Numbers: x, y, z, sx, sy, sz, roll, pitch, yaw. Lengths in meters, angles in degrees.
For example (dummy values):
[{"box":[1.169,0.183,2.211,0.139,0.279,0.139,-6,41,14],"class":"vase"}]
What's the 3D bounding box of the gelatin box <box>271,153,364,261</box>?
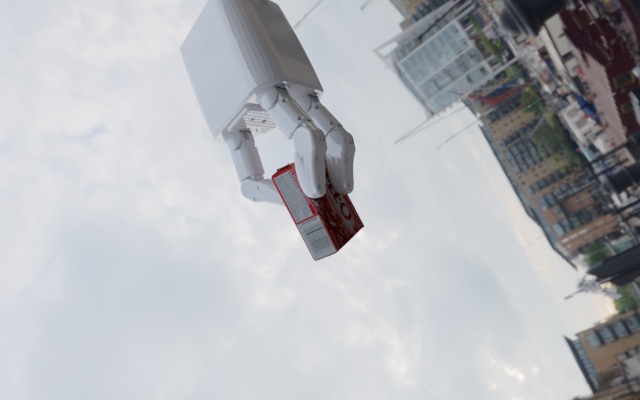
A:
[{"box":[0.000,0.002,0.447,0.030,0.089,0.073,-25,4,28],"class":"gelatin box"}]
